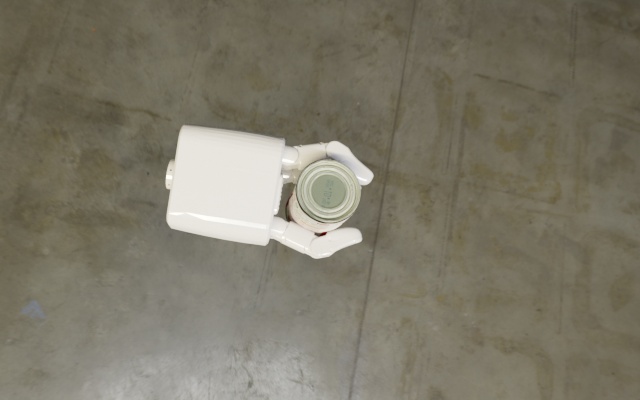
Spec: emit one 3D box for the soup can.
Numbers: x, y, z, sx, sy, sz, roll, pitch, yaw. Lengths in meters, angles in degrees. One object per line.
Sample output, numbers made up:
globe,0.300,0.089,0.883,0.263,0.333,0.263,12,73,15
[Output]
soup can,0.001,0.002,0.517,0.068,0.068,0.102,0,-14,-10
